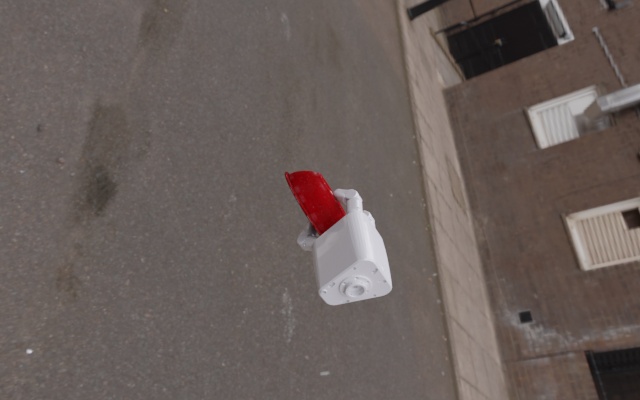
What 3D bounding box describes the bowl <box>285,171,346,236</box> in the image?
[{"bbox_3d":[0.000,0.002,0.869,0.055,0.162,0.162,-32,-3,4],"label":"bowl"}]
